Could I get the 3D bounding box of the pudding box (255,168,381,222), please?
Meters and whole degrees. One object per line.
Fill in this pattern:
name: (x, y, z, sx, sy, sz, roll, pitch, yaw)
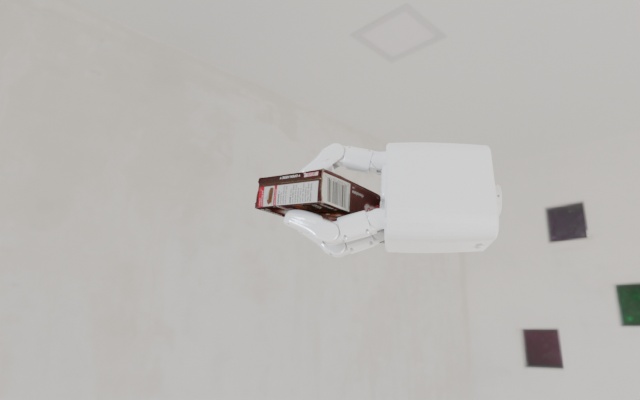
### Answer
pudding box: (0.000, 0.002, 0.519, 0.090, 0.039, 0.113, -6, -19, 37)
